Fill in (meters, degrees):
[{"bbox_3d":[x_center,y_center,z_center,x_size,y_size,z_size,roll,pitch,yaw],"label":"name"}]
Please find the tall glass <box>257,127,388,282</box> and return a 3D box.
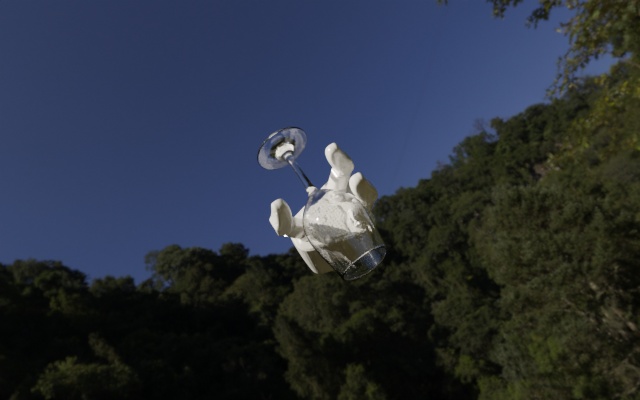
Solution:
[{"bbox_3d":[0.000,0.001,0.586,0.079,0.201,0.079,-26,-30,-17],"label":"tall glass"}]
